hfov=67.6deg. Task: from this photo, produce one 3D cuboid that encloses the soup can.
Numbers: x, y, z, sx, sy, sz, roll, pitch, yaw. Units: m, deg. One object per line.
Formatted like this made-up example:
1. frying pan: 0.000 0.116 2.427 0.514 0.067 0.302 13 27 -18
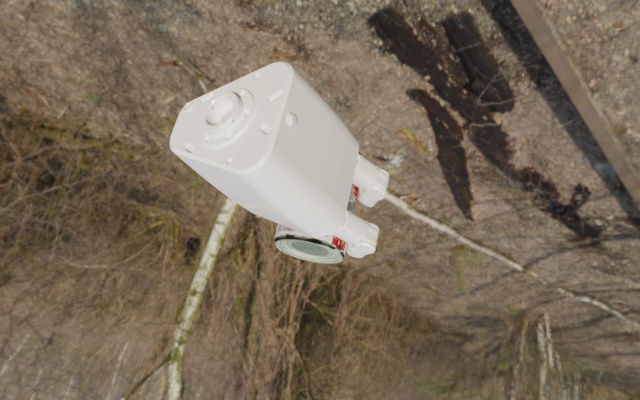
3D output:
1. soup can: 0.000 0.002 0.456 0.068 0.102 0.068 11 -22 5
